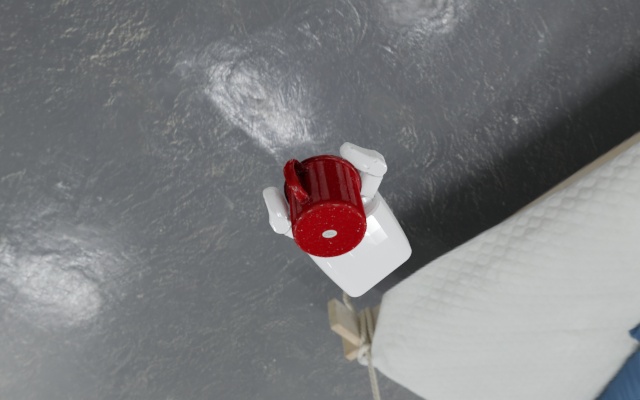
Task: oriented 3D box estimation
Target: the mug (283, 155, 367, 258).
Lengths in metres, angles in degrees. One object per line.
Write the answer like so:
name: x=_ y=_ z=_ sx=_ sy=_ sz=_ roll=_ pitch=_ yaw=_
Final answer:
mug: x=-0.001 y=0.001 z=0.527 sx=0.093 sy=0.117 sz=0.081 roll=-30 pitch=35 yaw=16
